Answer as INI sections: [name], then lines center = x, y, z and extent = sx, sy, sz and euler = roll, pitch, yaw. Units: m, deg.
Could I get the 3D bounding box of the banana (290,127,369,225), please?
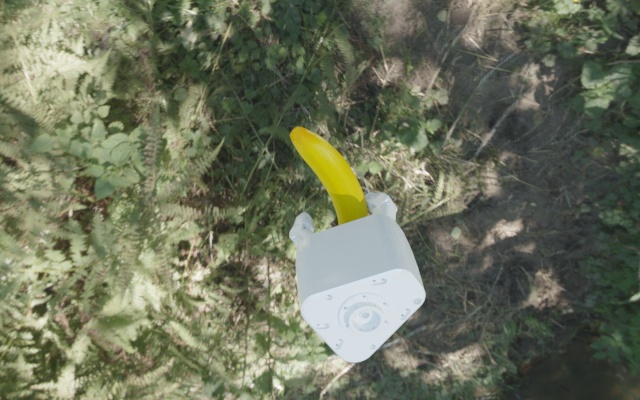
[banana]
center = 0.019, 0.001, 0.569
extent = 0.069, 0.198, 0.037
euler = -12, 26, 4
